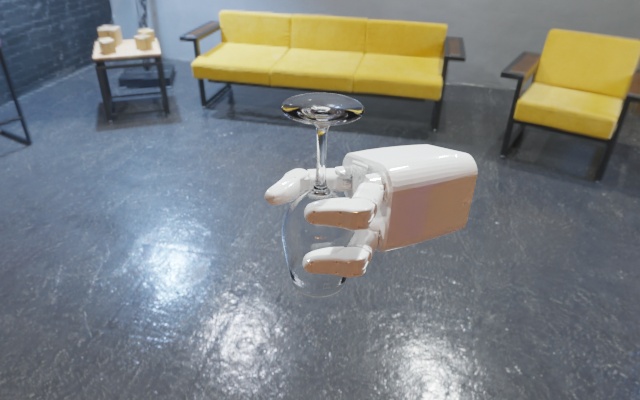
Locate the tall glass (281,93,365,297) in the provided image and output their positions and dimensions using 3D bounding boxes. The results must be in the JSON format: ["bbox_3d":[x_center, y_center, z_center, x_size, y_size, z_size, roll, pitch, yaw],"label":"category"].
[{"bbox_3d":[0.000,0.001,0.475,0.079,0.201,0.079,1,32,-1],"label":"tall glass"}]
